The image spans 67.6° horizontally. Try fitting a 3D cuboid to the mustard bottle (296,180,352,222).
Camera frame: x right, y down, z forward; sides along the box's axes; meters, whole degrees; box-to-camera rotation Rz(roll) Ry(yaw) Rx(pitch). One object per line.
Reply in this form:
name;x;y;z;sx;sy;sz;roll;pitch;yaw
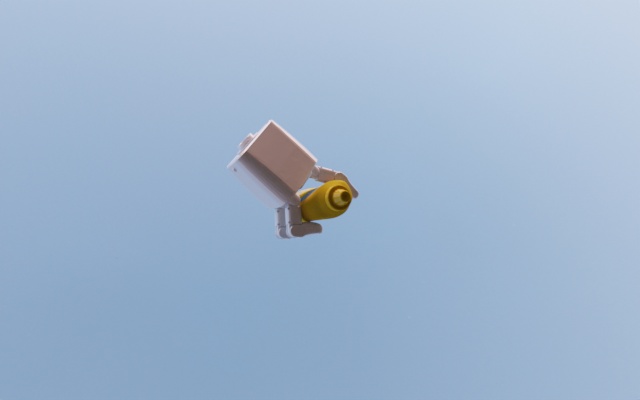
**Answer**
mustard bottle;0.000;0.003;0.808;0.096;0.058;0.191;-26;4;-24
